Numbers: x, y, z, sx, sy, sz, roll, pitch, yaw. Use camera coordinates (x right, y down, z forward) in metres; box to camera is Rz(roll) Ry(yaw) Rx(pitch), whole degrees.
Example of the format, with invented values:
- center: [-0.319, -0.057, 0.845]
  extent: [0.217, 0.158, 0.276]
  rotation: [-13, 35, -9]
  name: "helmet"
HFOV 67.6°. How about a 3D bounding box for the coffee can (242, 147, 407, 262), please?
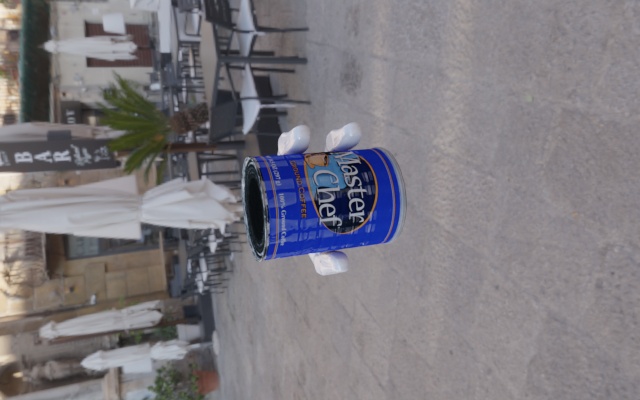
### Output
- center: [0.000, 0.002, 0.481]
  extent: [0.140, 0.103, 0.103]
  rotation: [-6, 2, -19]
  name: "coffee can"
